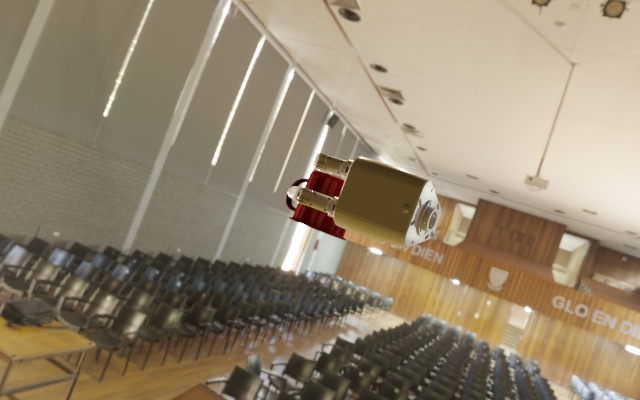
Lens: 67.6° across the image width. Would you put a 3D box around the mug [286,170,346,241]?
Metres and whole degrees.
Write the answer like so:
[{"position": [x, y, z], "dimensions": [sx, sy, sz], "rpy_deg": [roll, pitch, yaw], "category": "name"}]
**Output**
[{"position": [-0.001, 0.002, 0.725], "dimensions": [0.117, 0.081, 0.093], "rpy_deg": [20, -3, 31], "category": "mug"}]
